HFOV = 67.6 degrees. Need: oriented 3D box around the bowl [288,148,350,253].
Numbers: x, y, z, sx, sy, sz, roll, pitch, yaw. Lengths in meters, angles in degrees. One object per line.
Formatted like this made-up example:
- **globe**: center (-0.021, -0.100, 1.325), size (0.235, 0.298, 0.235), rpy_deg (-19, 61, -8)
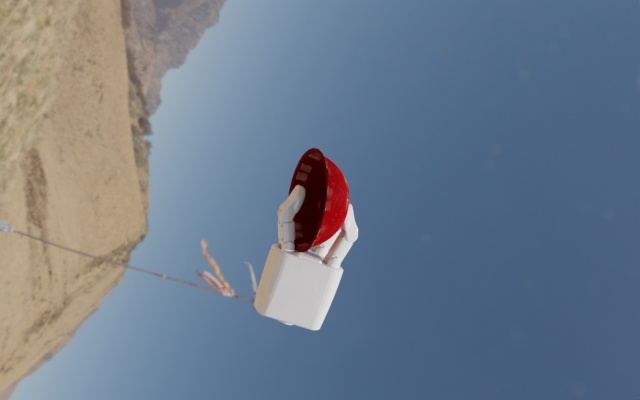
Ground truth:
- **bowl**: center (0.001, 0.001, 0.739), size (0.055, 0.162, 0.162), rpy_deg (8, -3, -23)
